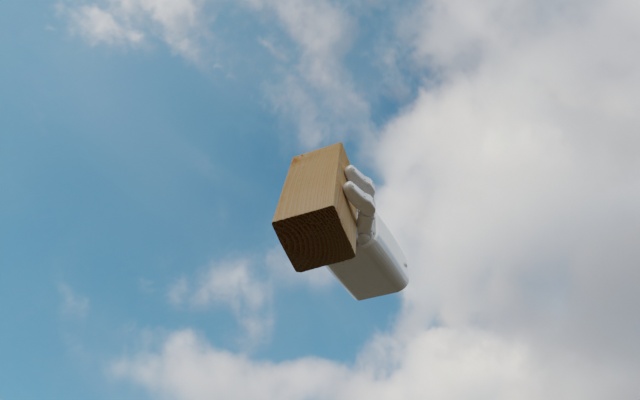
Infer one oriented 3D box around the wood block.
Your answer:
[{"bbox_3d":[0.000,0.003,0.720,0.091,0.090,0.206,-17,26,14],"label":"wood block"}]
